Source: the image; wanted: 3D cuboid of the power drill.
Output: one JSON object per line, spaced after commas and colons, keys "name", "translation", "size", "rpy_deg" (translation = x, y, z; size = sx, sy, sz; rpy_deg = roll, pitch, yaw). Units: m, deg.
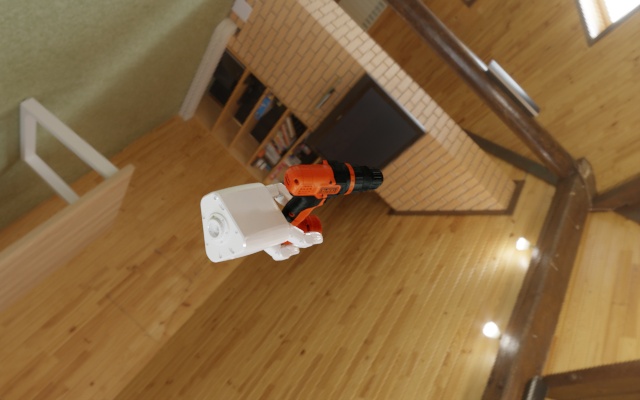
{"name": "power drill", "translation": [0.000, 0.003, 0.837], "size": [0.184, 0.057, 0.188], "rpy_deg": [-1, -37, -30]}
